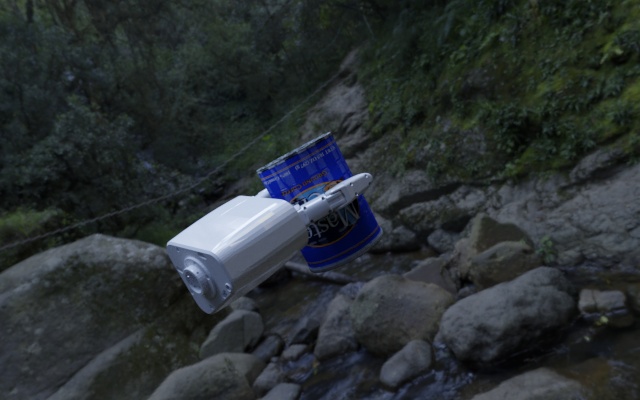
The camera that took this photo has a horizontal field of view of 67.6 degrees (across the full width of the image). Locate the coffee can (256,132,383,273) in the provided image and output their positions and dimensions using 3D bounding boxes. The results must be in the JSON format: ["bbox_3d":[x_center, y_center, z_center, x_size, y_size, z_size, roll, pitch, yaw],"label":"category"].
[{"bbox_3d":[0.000,0.002,0.583,0.103,0.140,0.103,-27,8,4],"label":"coffee can"}]
